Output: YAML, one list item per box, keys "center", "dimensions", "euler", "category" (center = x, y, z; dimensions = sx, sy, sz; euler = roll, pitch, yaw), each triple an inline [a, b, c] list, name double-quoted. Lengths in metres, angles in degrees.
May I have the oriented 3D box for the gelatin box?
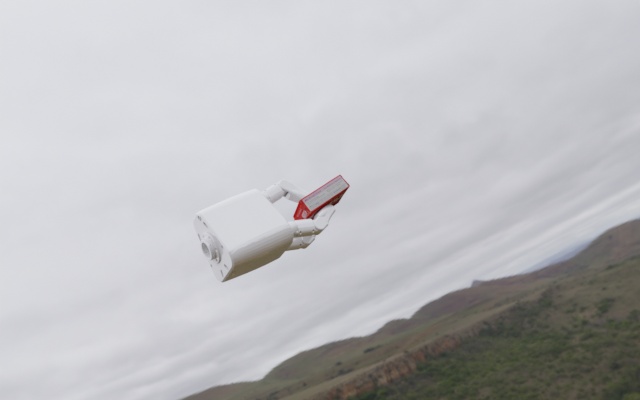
- center: [0.000, 0.002, 0.796]
  dimensions: [0.089, 0.030, 0.073]
  euler: [-34, -11, -24]
  category: "gelatin box"
